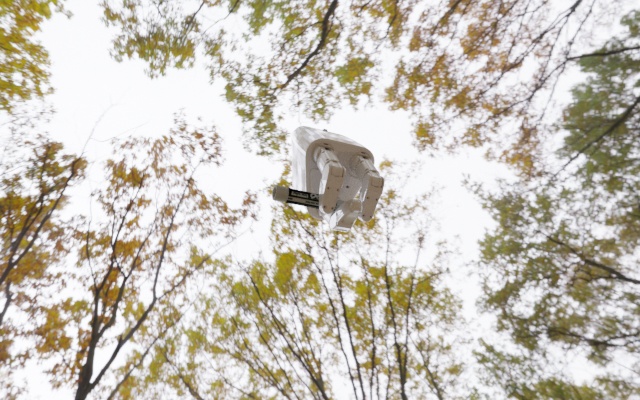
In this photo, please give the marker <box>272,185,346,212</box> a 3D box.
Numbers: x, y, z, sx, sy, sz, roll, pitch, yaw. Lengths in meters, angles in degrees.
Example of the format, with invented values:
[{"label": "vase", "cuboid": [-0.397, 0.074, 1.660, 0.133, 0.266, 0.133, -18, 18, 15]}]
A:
[{"label": "marker", "cuboid": [0.000, 0.002, 0.589, 0.121, 0.020, 0.020, 12, -4, -21]}]
